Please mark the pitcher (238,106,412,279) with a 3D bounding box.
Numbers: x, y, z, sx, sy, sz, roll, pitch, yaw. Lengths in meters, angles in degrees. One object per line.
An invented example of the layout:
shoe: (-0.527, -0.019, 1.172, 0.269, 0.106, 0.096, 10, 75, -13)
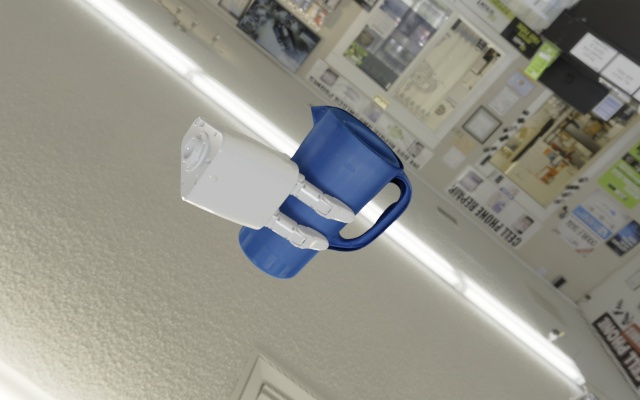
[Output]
pitcher: (0.000, 0.002, 0.676, 0.145, 0.243, 0.149, 23, 25, -40)
